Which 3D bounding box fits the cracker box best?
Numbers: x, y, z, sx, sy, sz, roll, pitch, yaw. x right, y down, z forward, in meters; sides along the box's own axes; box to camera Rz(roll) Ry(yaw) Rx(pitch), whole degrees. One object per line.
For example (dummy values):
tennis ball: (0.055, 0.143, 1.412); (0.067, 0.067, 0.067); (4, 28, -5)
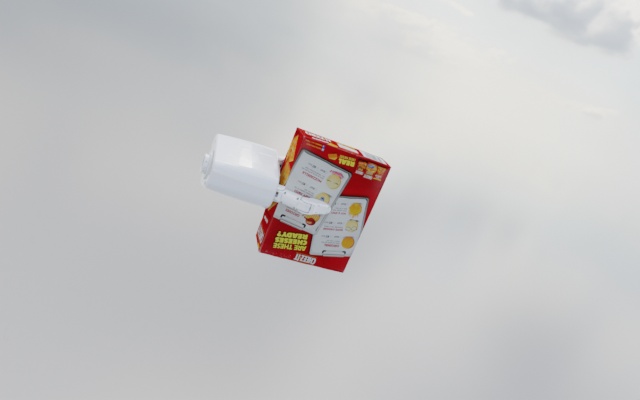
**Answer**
cracker box: (0.000, 0.003, 0.826); (0.164, 0.214, 0.072); (17, 18, -19)
